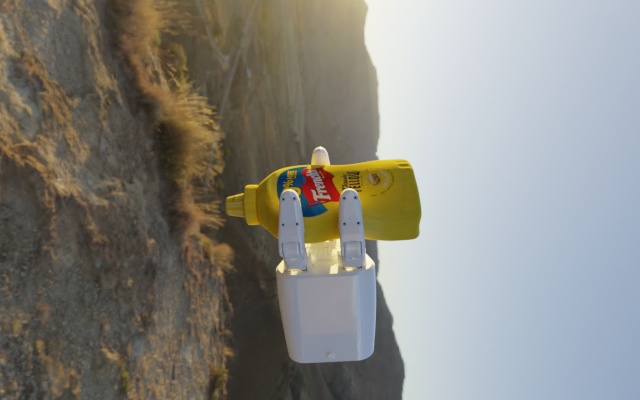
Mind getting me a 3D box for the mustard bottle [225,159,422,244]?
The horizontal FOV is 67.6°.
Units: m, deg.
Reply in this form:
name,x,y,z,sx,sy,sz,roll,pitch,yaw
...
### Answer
name,x,y,z,sx,sy,sz,roll,pitch,yaw
mustard bottle,0.000,0.001,0.486,0.191,0.058,0.096,-3,43,2
